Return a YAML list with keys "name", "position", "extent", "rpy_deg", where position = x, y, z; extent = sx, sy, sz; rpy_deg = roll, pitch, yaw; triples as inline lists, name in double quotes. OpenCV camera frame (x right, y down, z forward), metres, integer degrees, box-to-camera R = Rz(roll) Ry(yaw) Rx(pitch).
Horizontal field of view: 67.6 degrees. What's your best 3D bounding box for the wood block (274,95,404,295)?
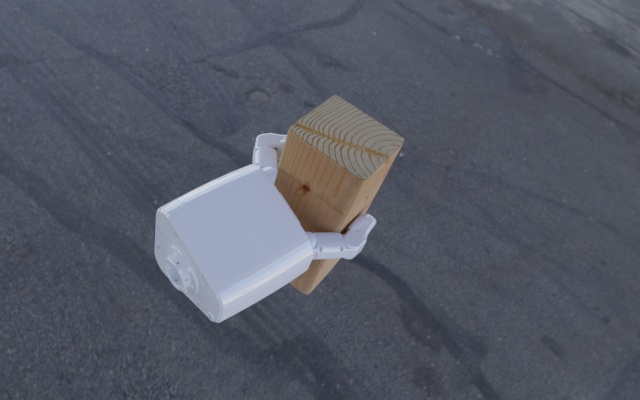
- name: "wood block"
  position: [0.000, 0.002, 0.537]
  extent: [0.091, 0.206, 0.090]
  rpy_deg: [36, 47, 12]
